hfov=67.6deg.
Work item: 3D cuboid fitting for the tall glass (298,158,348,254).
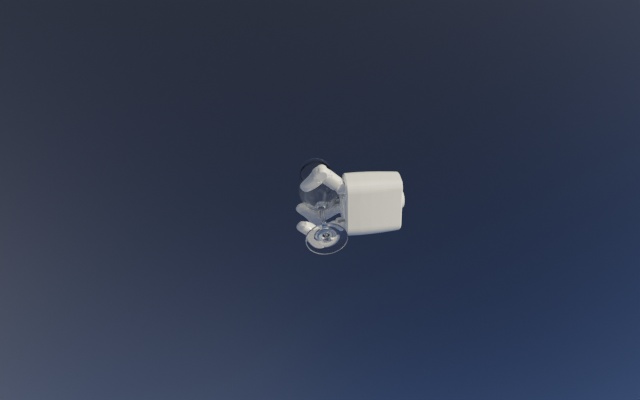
[{"bbox_3d":[0.000,0.003,0.892,0.079,0.079,0.200,0,40,-9],"label":"tall glass"}]
